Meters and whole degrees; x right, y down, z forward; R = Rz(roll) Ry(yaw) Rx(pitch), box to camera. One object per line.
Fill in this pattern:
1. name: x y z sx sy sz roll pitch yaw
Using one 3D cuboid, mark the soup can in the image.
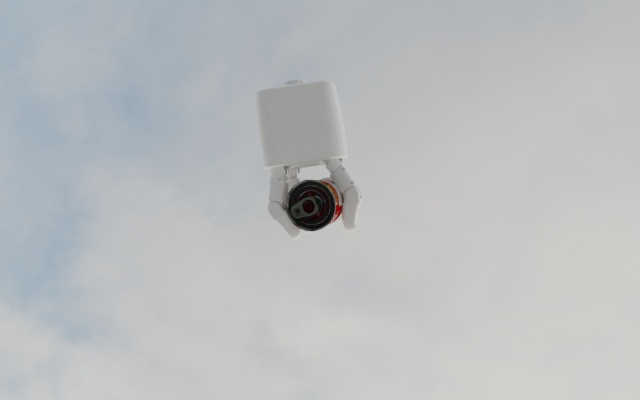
1. soup can: 0.000 0.003 0.666 0.068 0.068 0.102 0 5 16
